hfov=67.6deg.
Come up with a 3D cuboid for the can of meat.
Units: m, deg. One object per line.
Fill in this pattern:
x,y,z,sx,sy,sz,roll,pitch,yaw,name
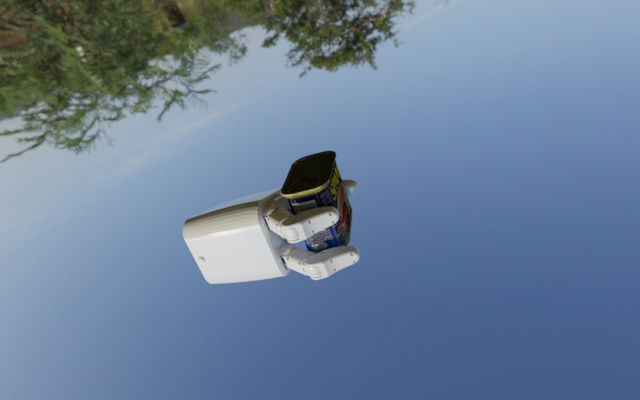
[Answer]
0.000,0.002,0.560,0.057,0.084,0.102,-13,26,15,can of meat
